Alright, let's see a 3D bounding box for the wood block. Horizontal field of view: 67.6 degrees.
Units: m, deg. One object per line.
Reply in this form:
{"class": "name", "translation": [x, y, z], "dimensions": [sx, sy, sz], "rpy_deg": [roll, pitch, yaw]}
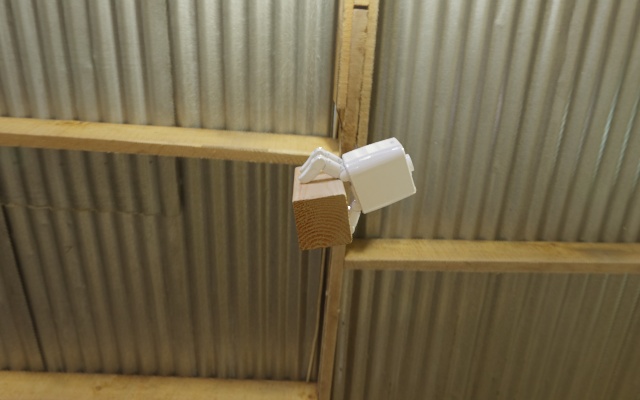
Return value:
{"class": "wood block", "translation": [0.001, 0.003, 0.875], "dimensions": [0.090, 0.091, 0.206], "rpy_deg": [-8, 19, 1]}
